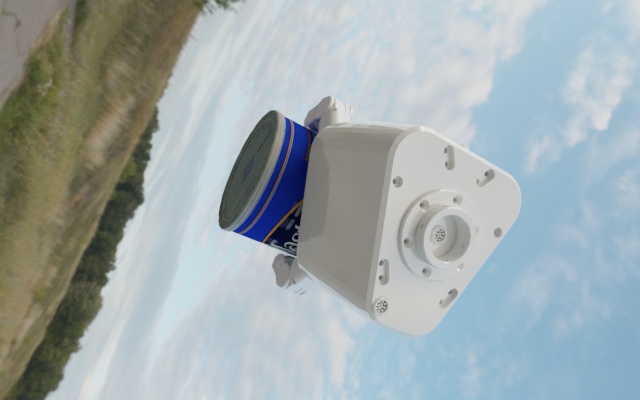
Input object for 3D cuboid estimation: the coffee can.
[{"bbox_3d":[0.000,0.001,0.402,0.140,0.103,0.103,24,-10,-22],"label":"coffee can"}]
